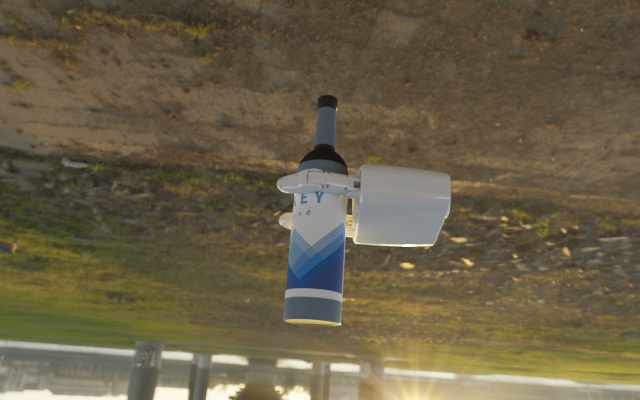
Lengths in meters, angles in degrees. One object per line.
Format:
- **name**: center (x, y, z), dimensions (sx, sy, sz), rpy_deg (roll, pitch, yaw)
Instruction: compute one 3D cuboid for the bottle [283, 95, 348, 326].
- **bottle**: center (0.000, 0.002, 0.596), dimensions (0.069, 0.295, 0.069), rpy_deg (4, -20, 1)
